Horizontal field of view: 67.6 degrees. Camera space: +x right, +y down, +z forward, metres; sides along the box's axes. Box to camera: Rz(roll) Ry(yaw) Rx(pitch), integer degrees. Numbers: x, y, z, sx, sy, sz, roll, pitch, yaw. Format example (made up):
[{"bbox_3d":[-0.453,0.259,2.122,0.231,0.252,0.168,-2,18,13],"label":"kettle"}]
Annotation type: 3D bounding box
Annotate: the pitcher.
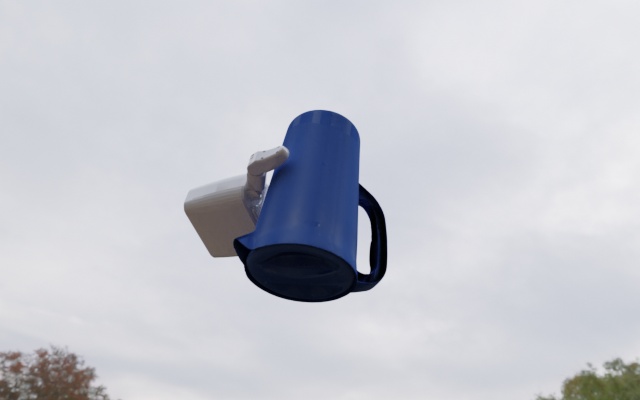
[{"bbox_3d":[0.000,0.002,0.621,0.145,0.242,0.149,-12,-43,25],"label":"pitcher"}]
